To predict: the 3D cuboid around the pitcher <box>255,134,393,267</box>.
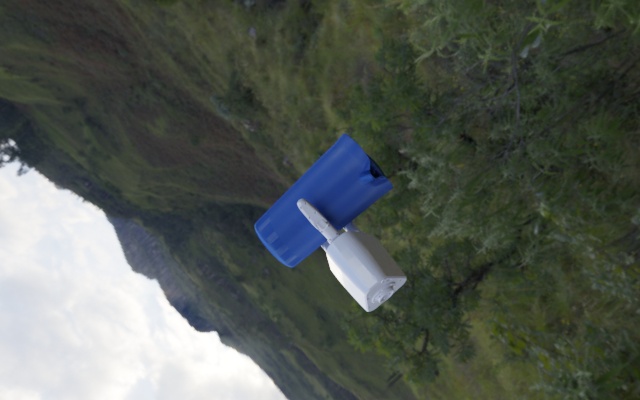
[{"bbox_3d":[0.000,0.003,0.877,0.243,0.145,0.149,-42,-28,1],"label":"pitcher"}]
